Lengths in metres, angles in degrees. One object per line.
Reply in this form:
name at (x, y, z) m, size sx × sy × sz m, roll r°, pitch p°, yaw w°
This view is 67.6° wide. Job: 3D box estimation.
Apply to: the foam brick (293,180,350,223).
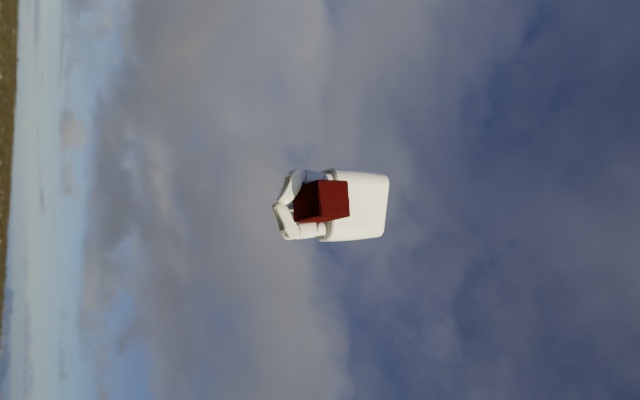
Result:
foam brick at (0.000, 0.002, 0.689) m, size 0.051 × 0.053 × 0.078 m, roll 2°, pitch -9°, yaw -31°
